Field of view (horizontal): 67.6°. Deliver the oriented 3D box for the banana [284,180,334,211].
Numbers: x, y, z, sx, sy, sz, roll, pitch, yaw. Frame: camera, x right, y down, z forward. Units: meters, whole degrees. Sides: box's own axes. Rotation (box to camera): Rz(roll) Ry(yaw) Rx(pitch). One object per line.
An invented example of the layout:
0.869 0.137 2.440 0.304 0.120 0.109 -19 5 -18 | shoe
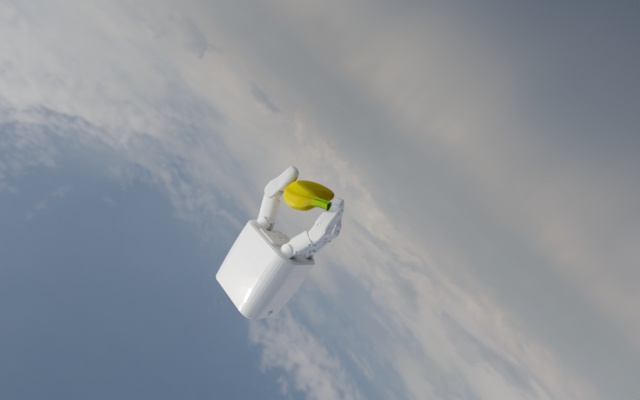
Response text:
-0.017 -0.005 0.700 0.069 0.037 0.198 25 7 0 | banana
